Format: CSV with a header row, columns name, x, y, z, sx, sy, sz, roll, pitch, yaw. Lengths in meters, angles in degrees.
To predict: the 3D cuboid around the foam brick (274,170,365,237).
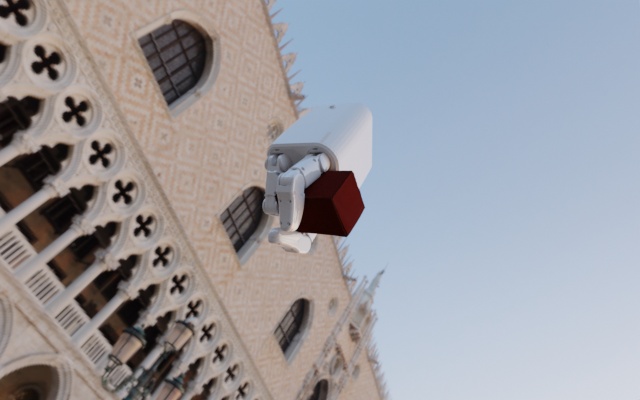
name,x,y,z,sx,sy,sz,roll,pitch,yaw
foam brick,0.000,0.002,0.520,0.078,0.053,0.051,3,38,35
